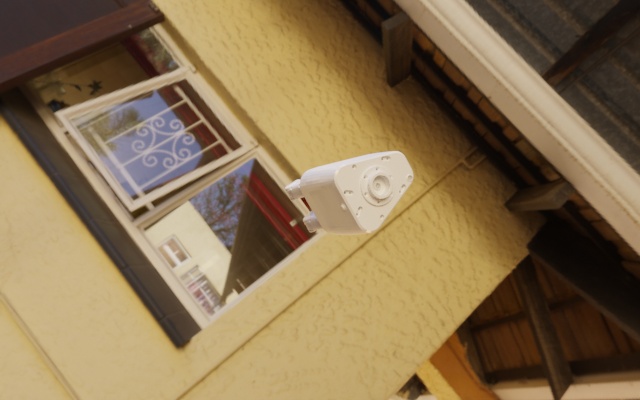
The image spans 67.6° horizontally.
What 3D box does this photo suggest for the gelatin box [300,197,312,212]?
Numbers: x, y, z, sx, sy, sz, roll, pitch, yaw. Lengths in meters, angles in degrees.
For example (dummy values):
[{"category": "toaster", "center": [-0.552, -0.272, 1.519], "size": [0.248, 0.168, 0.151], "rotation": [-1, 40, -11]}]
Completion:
[{"category": "gelatin box", "center": [0.000, 0.002, 0.761], "size": [0.030, 0.073, 0.089], "rotation": [-35, -2, -17]}]
